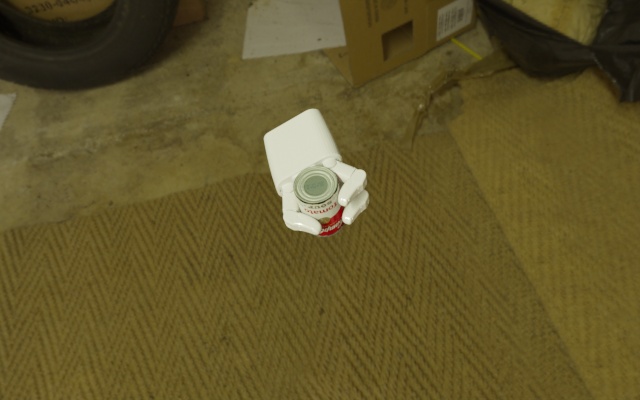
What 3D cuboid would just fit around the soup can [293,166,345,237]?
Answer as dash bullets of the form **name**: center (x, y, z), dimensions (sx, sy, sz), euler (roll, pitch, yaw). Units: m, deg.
- **soup can**: center (0.000, 0.003, 0.728), dimensions (0.068, 0.068, 0.102), euler (0, -31, 10)
